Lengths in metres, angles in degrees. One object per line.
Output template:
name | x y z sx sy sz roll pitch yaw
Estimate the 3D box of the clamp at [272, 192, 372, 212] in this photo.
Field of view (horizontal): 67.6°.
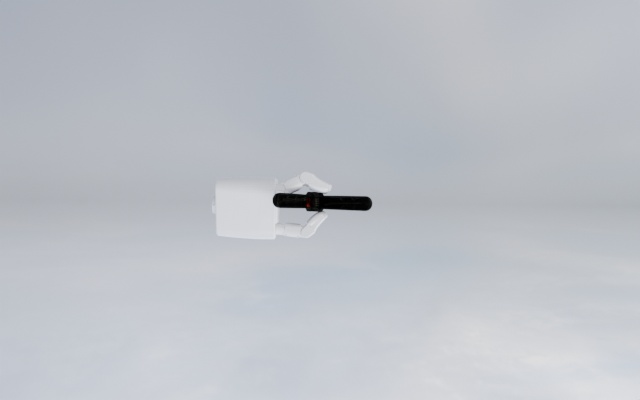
clamp | 0.000 0.004 0.865 0.164 0.036 0.210 3 0 -3
